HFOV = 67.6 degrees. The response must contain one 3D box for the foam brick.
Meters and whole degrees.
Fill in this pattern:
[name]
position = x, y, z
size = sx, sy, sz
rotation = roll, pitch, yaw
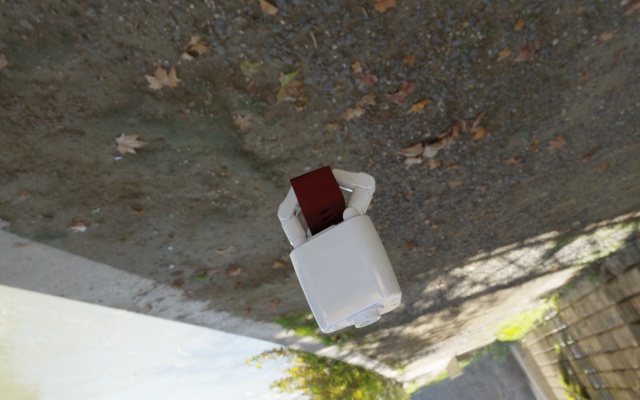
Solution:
[foam brick]
position = 0.000, 0.002, 0.598
size = 0.053, 0.051, 0.078
rotation = -22, -25, -2
